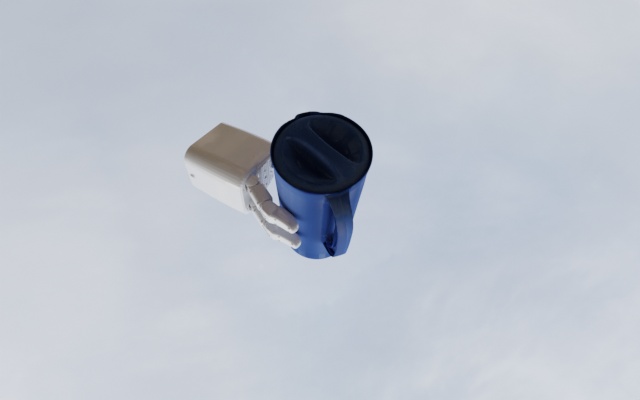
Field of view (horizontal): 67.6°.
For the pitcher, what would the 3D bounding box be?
[{"bbox_3d":[0.000,0.002,0.708,0.145,0.149,0.243,24,-29,12],"label":"pitcher"}]
